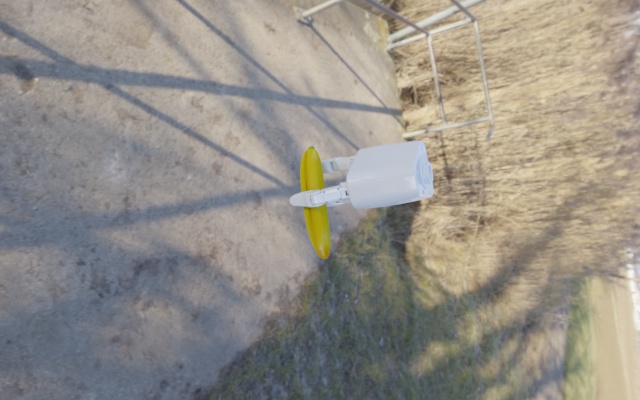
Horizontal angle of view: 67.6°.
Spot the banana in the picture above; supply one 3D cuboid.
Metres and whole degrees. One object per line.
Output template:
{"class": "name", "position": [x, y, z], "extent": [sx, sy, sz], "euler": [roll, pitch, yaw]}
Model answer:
{"class": "banana", "position": [-0.006, -0.003, 0.787], "extent": [0.037, 0.197, 0.069], "euler": [-9, -11, 18]}
